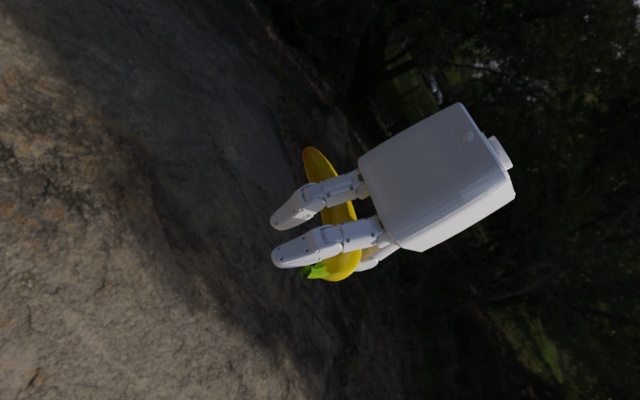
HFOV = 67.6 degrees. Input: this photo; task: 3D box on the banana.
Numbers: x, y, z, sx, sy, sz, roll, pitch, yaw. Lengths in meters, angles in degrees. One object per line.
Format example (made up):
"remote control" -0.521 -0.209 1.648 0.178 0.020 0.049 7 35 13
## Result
"banana" 0.011 0.015 0.497 0.037 0.197 0.070 -32 -56 20
